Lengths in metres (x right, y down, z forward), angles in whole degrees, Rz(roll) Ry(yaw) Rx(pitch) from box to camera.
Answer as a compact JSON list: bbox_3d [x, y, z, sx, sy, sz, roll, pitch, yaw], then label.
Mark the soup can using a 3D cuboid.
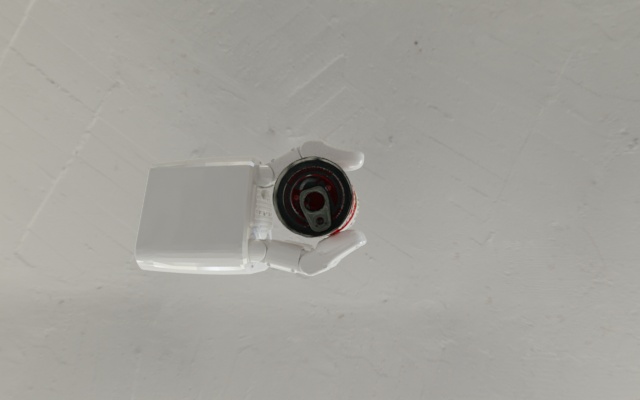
[{"bbox_3d":[0.001,0.001,0.444,0.068,0.068,0.102,0,-5,8],"label":"soup can"}]
